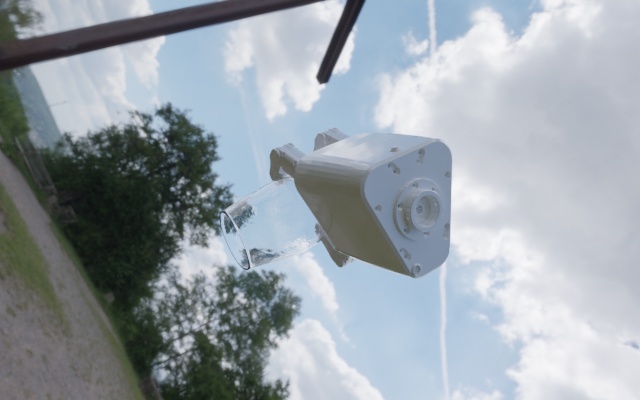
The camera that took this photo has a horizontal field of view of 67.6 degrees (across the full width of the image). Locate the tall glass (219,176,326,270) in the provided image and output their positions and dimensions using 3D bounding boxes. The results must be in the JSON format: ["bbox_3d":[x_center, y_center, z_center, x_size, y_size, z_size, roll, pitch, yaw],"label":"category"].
[{"bbox_3d":[0.001,0.001,0.495,0.201,0.079,0.079,-24,10,-24],"label":"tall glass"}]
